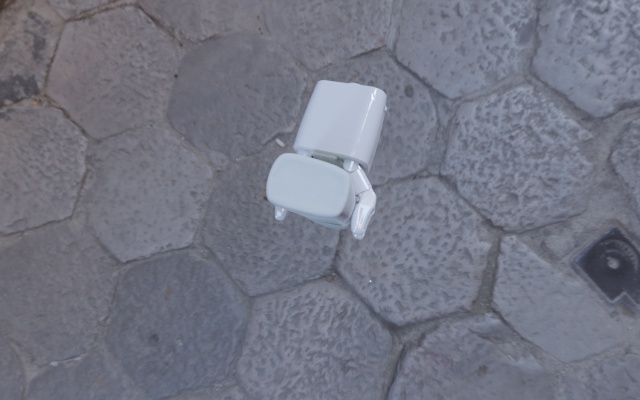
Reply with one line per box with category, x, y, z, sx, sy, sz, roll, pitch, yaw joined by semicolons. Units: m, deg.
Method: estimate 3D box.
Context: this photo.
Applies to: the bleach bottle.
bleach bottle;0.000;0.002;0.677;0.102;0.068;0.251;16;-7;8
